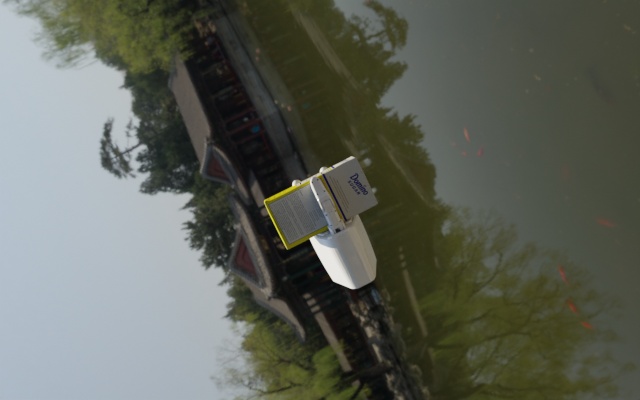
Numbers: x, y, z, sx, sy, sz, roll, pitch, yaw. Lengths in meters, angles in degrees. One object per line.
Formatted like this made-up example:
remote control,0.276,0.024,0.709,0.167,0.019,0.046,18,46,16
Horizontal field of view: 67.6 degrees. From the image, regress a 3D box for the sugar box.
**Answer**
sugar box,0.000,0.003,0.829,0.176,0.093,0.048,-26,10,-4
